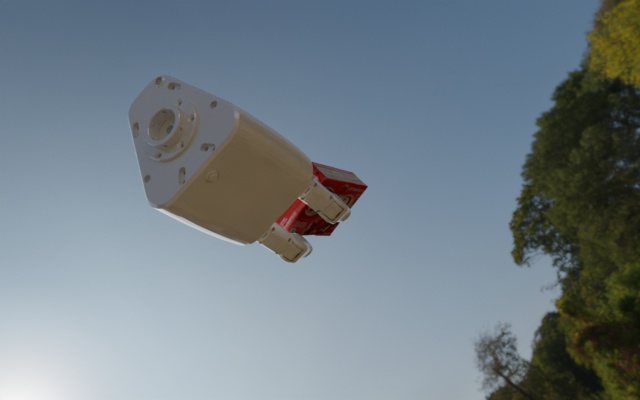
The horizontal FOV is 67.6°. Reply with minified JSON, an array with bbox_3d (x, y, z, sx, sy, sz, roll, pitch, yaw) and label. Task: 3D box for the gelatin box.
[{"bbox_3d":[0.000,0.001,0.495,0.030,0.073,0.089,46,20,27],"label":"gelatin box"}]
